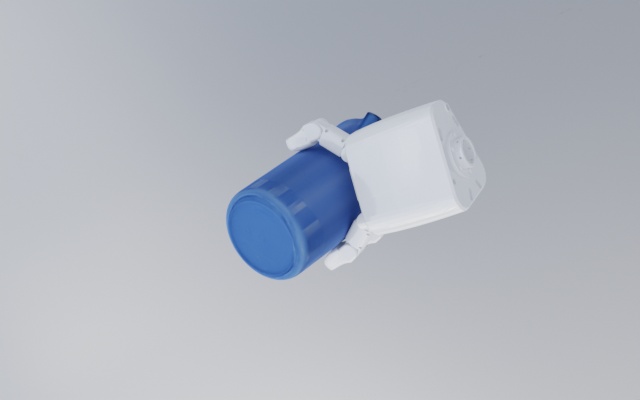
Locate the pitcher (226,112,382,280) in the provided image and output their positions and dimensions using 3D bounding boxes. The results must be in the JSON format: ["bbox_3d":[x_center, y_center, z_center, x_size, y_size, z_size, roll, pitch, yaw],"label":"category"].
[{"bbox_3d":[0.000,0.002,0.591,0.145,0.149,0.242,-17,12,40],"label":"pitcher"}]
